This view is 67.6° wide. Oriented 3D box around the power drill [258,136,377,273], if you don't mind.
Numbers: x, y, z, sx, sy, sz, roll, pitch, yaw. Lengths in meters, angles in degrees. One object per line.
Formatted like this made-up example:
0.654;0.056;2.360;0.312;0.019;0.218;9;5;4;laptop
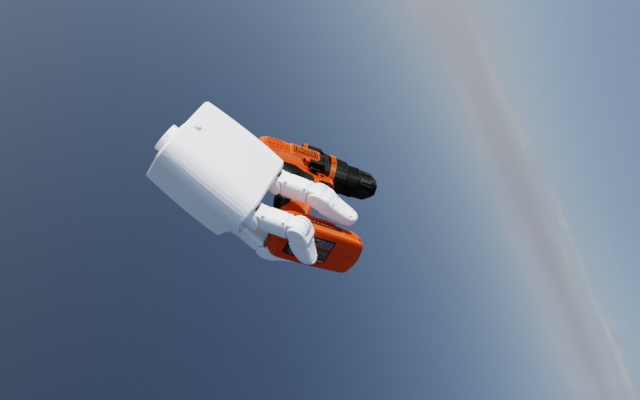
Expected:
0.000;0.002;0.598;0.184;0.057;0.187;15;34;-18;power drill
